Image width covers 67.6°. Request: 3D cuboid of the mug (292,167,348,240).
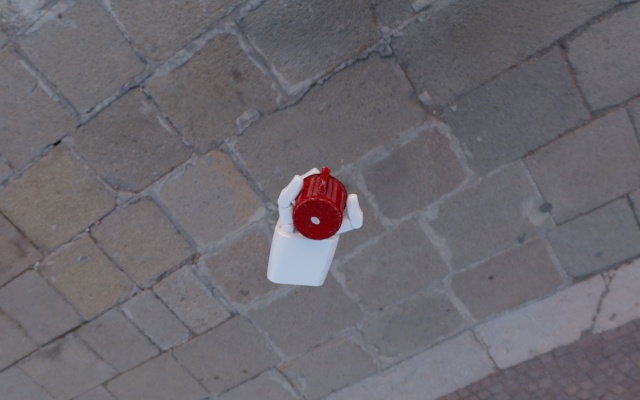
[{"bbox_3d":[0.000,0.001,0.786,0.093,0.117,0.081,13,27,-1],"label":"mug"}]
